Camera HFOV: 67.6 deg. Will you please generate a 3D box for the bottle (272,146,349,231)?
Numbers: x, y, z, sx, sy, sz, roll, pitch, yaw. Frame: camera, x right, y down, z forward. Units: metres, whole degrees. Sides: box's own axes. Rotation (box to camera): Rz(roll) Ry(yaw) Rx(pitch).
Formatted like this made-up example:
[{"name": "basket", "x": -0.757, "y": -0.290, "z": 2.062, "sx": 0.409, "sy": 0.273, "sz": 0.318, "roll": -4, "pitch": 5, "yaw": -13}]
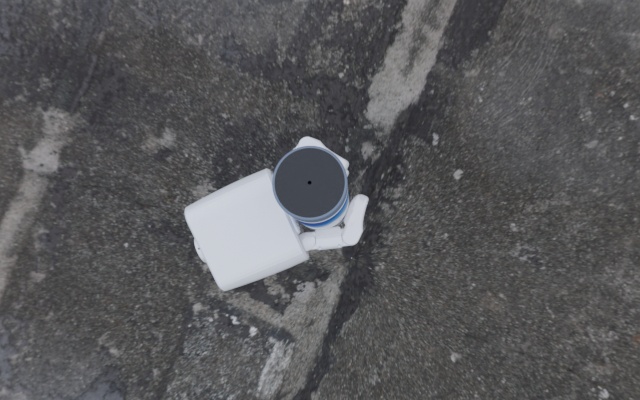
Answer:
[{"name": "bottle", "x": 0.000, "y": 0.002, "z": 0.562, "sx": 0.069, "sy": 0.069, "sz": 0.296, "roll": 0, "pitch": -7, "yaw": 4}]
